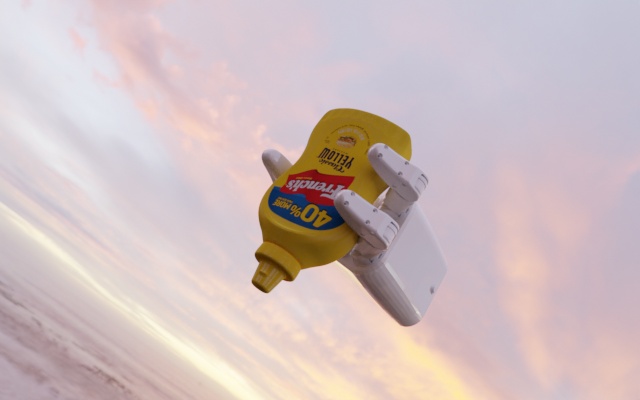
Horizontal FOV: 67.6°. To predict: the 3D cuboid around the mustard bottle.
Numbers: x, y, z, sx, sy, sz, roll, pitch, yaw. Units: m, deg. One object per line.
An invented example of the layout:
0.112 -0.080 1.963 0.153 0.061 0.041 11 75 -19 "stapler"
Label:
0.000 0.001 0.432 0.096 0.191 0.058 23 -27 24 "mustard bottle"
